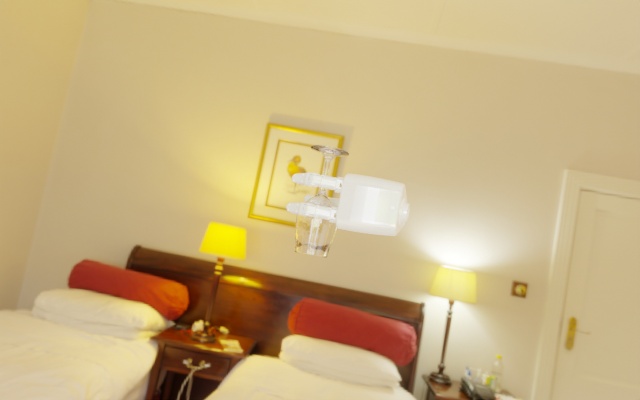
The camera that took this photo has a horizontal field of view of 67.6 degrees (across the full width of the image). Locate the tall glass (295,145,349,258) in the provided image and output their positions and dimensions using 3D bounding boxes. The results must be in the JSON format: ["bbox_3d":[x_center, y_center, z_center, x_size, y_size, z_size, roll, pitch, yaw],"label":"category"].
[{"bbox_3d":[0.000,0.002,0.892,0.079,0.201,0.079,11,-5,1],"label":"tall glass"}]
